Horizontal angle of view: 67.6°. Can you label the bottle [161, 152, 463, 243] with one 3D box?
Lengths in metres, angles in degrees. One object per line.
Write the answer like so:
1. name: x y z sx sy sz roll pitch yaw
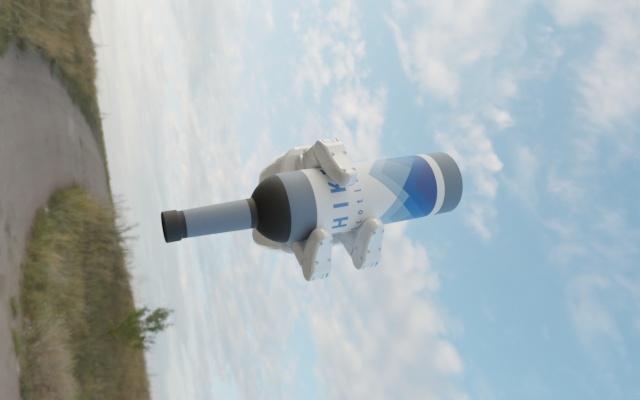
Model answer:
1. bottle: 0.000 0.001 0.463 0.295 0.069 0.069 -9 4 -23
